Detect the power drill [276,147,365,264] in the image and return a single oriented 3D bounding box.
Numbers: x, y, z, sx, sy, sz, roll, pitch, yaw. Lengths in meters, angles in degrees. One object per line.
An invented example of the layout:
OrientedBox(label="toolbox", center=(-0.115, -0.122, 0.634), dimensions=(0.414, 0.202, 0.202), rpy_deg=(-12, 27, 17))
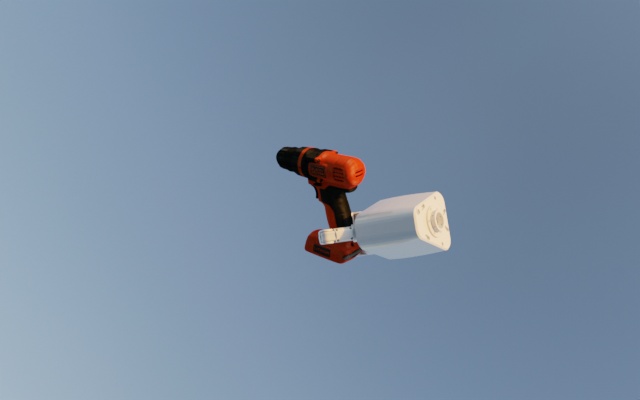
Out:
OrientedBox(label="power drill", center=(0.000, 0.003, 0.806), dimensions=(0.057, 0.188, 0.184), rpy_deg=(-27, 30, -37))
